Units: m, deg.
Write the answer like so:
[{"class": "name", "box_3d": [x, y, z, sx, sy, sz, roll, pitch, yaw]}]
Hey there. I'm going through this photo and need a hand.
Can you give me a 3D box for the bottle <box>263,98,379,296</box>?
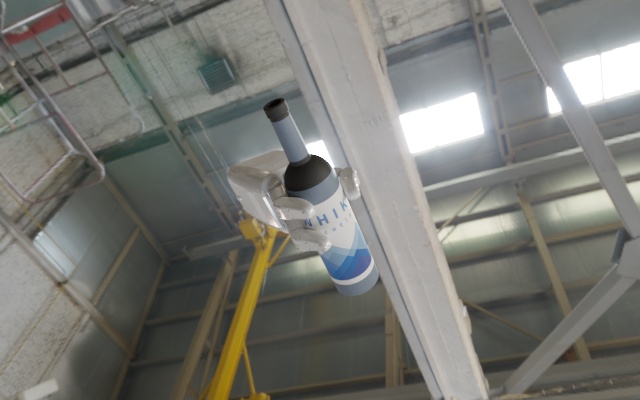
[{"class": "bottle", "box_3d": [0.000, 0.002, 0.625, 0.069, 0.296, 0.069, -18, 32, 12]}]
